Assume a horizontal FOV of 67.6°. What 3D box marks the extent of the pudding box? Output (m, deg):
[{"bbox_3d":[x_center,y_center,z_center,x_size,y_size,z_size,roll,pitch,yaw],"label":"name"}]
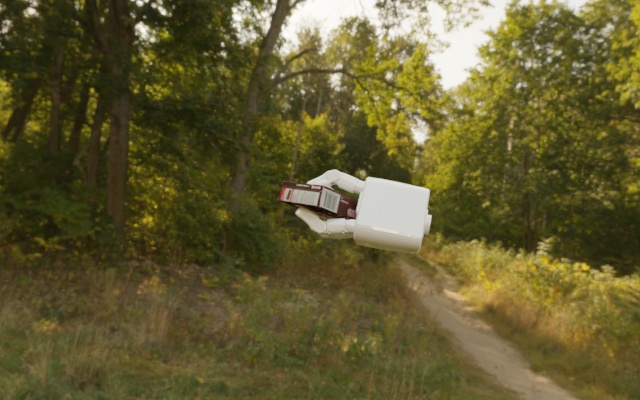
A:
[{"bbox_3d":[0.000,0.002,0.797,0.090,0.039,0.113,7,-12,38],"label":"pudding box"}]
